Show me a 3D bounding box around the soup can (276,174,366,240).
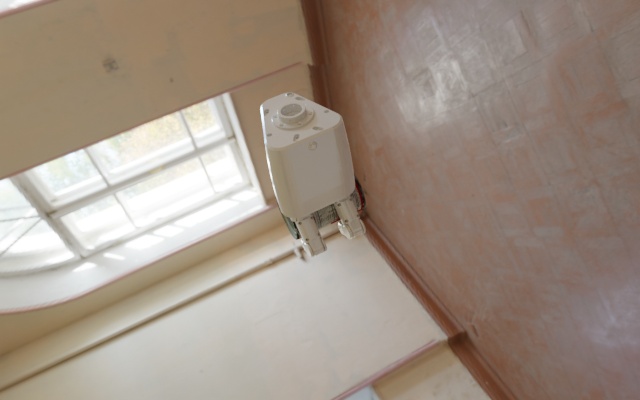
[{"bbox_3d":[0.000,0.002,0.638,0.102,0.068,0.068,-24,6,-13],"label":"soup can"}]
